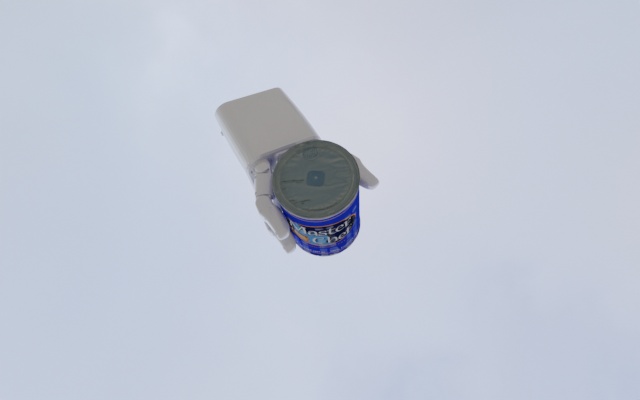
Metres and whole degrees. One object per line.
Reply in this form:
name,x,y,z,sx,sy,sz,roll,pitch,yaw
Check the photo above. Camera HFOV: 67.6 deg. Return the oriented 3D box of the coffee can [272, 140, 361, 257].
coffee can,0.000,0.002,0.614,0.103,0.102,0.140,0,-25,5
